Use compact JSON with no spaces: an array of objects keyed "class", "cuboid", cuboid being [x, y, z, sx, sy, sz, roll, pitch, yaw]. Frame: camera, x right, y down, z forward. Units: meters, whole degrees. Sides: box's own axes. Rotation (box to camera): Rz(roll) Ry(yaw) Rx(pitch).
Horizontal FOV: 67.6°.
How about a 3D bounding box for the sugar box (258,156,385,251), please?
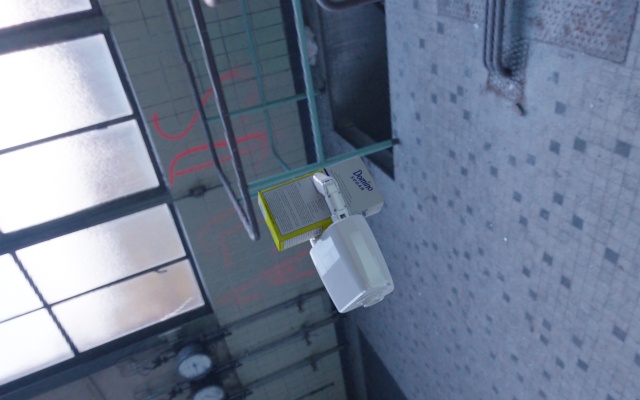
[{"class":"sugar box","cuboid":[0.000,0.003,0.744,0.176,0.093,0.048,-19,-24,-15]}]
